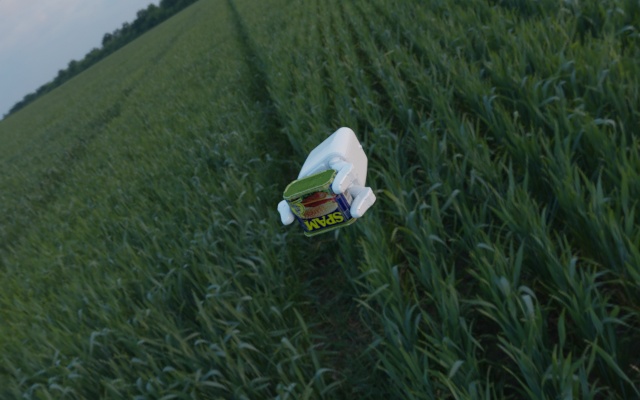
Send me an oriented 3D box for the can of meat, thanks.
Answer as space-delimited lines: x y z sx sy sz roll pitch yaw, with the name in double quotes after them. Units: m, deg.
0.000 0.002 0.789 0.102 0.084 0.057 -18 29 26 "can of meat"
